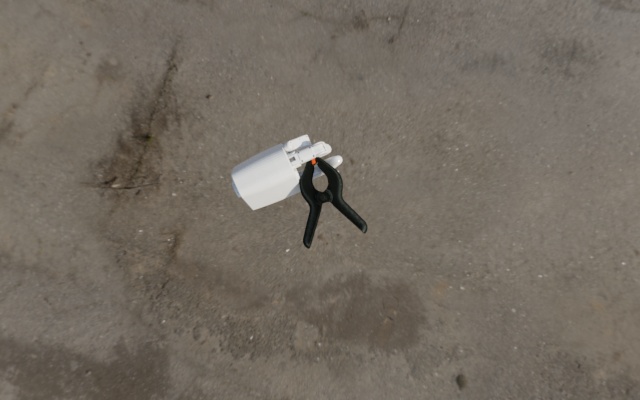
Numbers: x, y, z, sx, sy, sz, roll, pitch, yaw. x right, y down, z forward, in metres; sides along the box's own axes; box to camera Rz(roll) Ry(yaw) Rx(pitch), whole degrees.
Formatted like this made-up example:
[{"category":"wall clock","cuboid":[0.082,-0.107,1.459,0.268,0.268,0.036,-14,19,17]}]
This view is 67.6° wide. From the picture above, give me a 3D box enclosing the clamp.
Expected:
[{"category":"clamp","cuboid":[0.000,0.003,0.872,0.120,0.171,0.039,-24,-3,-1]}]
